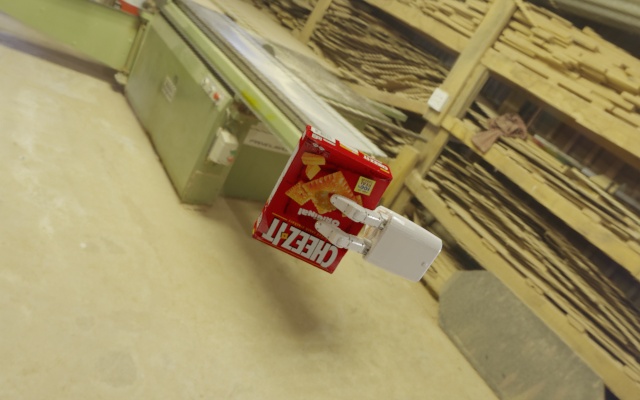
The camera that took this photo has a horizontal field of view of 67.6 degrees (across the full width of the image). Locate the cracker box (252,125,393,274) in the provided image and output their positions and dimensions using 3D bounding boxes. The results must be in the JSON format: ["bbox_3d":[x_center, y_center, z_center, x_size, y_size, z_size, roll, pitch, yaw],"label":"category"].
[{"bbox_3d":[0.000,0.003,0.831,0.164,0.214,0.072,26,21,-10],"label":"cracker box"}]
